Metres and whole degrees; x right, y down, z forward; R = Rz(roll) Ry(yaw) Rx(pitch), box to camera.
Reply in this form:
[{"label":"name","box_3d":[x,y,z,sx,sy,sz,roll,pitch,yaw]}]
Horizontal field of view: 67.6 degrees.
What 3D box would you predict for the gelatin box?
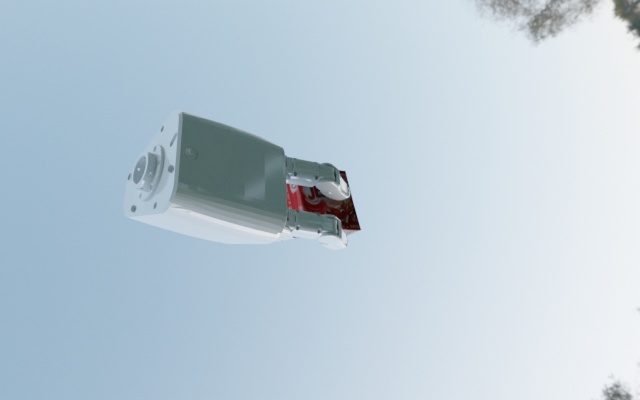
[{"label":"gelatin box","box_3d":[0.000,0.002,0.516,0.030,0.073,0.089,-26,-20,37]}]
